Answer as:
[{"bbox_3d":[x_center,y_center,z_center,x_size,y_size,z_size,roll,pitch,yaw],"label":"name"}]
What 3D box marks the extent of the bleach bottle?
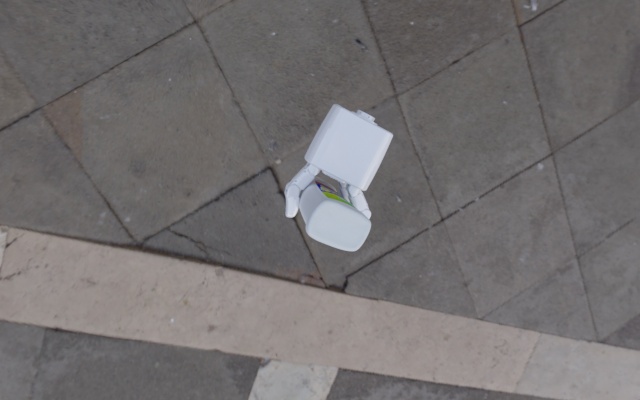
[{"bbox_3d":[0.000,0.003,0.829,0.102,0.068,0.250,24,11,-21],"label":"bleach bottle"}]
